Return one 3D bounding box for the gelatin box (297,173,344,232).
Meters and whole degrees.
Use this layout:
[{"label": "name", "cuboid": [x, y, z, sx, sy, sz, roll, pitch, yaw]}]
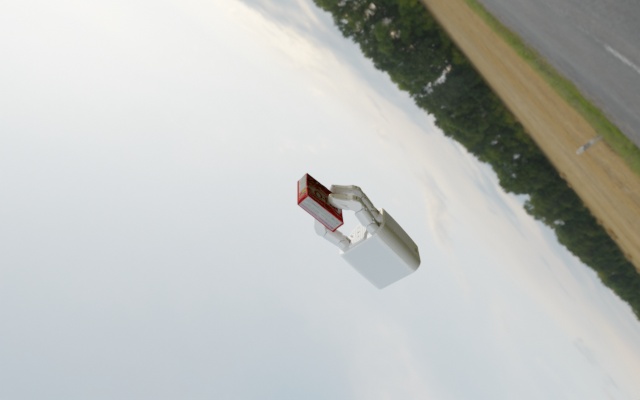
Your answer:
[{"label": "gelatin box", "cuboid": [0.000, 0.003, 0.827, 0.089, 0.030, 0.073, 38, 25, -24]}]
